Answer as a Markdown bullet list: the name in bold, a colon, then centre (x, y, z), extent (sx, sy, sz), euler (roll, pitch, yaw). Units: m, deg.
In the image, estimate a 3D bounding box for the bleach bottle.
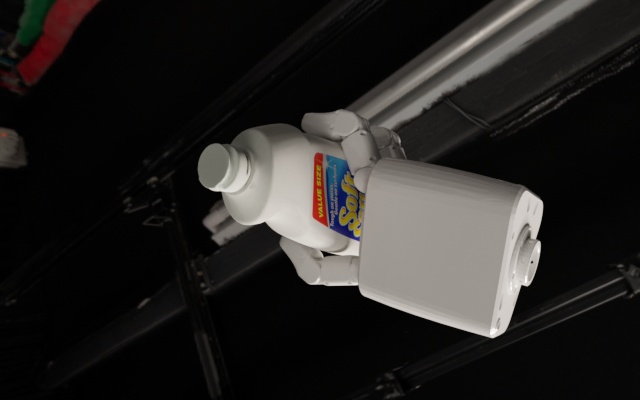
- **bleach bottle**: centre (0.000, 0.001, 0.403), extent (0.068, 0.102, 0.251), euler (12, 0, 35)
